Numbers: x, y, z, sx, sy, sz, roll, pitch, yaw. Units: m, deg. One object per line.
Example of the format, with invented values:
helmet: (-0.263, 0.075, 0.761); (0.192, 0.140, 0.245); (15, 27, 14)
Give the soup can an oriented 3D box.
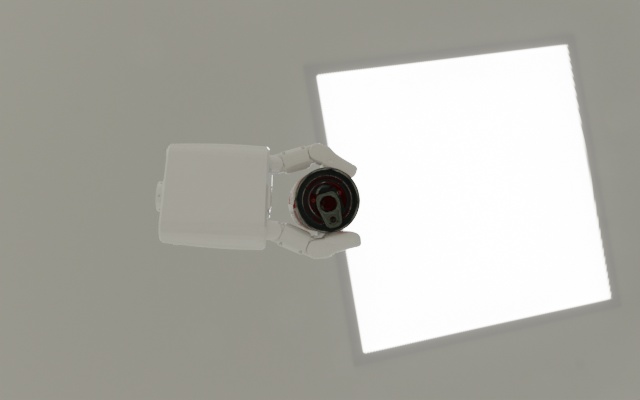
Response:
soup can: (0.001, 0.002, 0.536); (0.068, 0.068, 0.102); (0, -2, -9)
